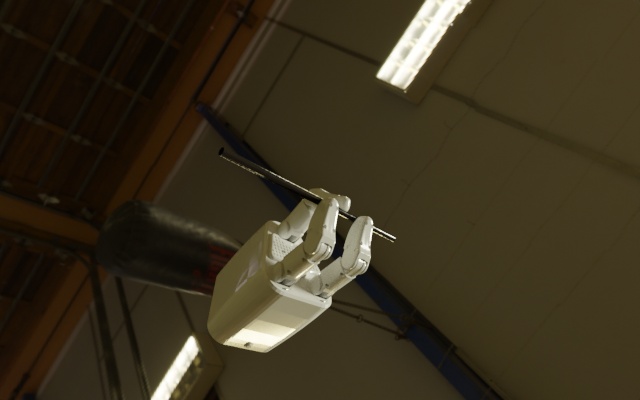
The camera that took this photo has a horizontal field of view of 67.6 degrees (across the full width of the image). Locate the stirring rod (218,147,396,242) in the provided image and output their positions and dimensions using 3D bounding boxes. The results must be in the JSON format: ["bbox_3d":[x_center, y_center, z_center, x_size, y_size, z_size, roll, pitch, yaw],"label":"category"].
[{"bbox_3d":[0.000,0.002,0.477,0.239,0.011,0.011,27,-18,-39],"label":"stirring rod"}]
